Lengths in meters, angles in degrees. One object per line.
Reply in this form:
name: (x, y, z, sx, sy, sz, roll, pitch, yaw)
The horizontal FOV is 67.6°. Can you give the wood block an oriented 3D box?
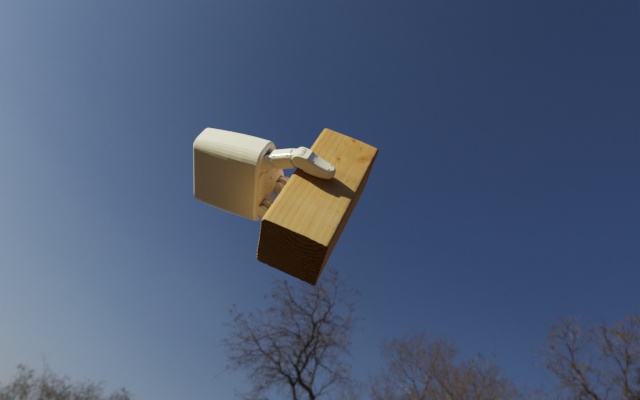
wood block: (0.000, 0.002, 0.670, 0.090, 0.091, 0.206, 23, 48, 8)
